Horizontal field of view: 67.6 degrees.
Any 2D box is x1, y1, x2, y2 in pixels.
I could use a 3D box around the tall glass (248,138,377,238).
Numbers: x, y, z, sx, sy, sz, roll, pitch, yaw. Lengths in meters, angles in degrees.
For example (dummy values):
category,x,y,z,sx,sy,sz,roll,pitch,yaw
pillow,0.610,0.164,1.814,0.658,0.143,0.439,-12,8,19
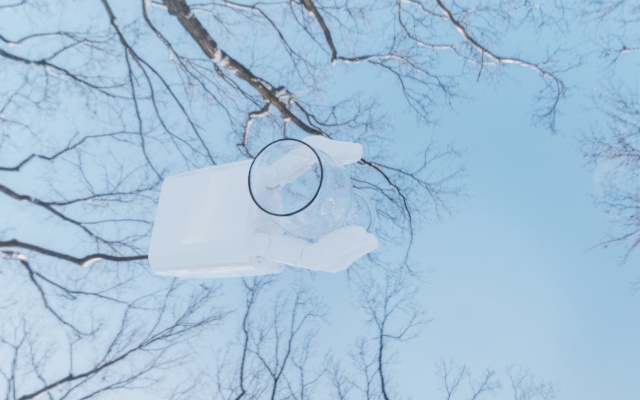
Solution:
category,x,y,z,sx,sy,sz,roll,pitch,yaw
tall glass,0.000,0.002,0.456,0.079,0.079,0.201,0,-12,16
